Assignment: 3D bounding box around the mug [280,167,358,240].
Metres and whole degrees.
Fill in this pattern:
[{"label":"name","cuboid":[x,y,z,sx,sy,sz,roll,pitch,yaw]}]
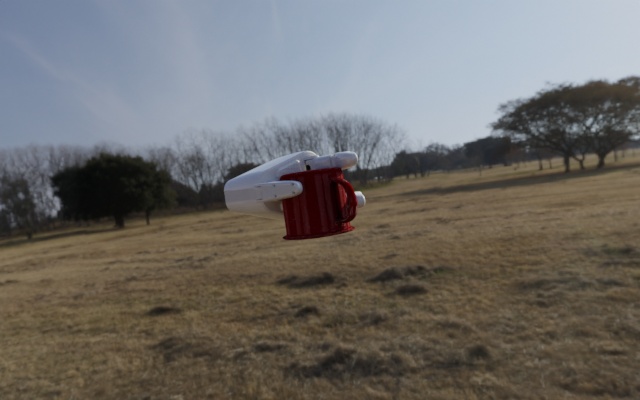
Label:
[{"label":"mug","cuboid":[0.001,0.002,0.600,0.093,0.081,0.117,-10,3,-39]}]
